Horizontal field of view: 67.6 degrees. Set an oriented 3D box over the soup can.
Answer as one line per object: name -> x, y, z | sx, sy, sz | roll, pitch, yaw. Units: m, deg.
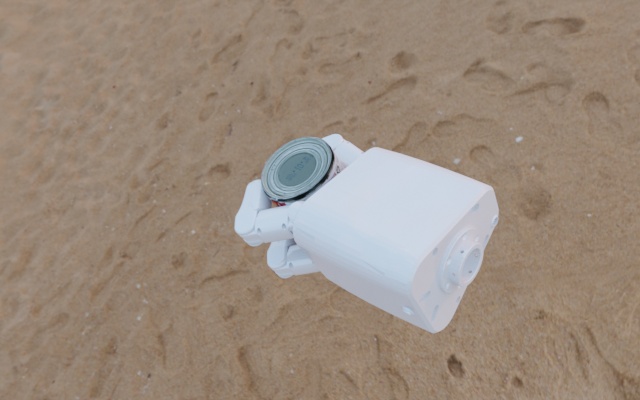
soup can -> 0.000, 0.001, 0.424 | 0.068, 0.068, 0.102 | 0, -35, 30
